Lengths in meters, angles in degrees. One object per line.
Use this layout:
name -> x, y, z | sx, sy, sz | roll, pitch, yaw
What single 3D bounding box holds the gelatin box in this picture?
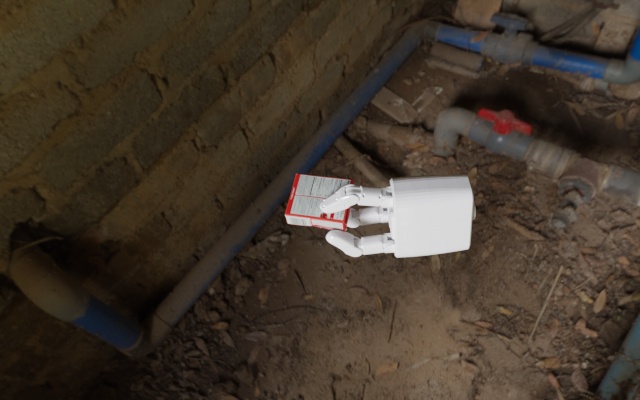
gelatin box -> 0.000, 0.002, 0.693 | 0.089, 0.073, 0.030 | 7, -31, 10
